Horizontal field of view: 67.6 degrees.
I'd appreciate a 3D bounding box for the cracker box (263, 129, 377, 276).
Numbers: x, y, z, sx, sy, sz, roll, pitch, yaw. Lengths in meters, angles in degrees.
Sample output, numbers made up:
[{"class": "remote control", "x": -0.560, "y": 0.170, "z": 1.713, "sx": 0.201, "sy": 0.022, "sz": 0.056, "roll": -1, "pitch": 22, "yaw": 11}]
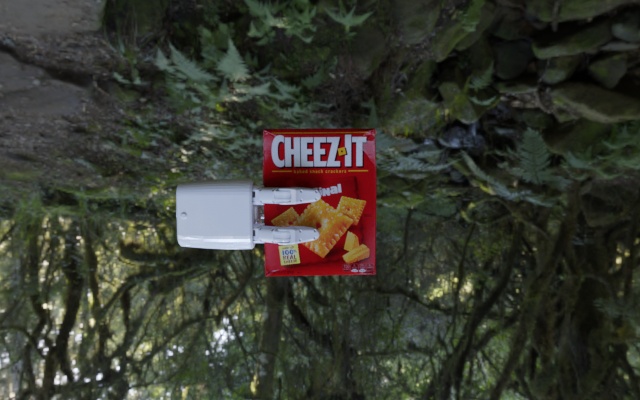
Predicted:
[{"class": "cracker box", "x": 0.000, "y": 0.002, "z": 0.706, "sx": 0.164, "sy": 0.214, "sz": 0.072, "roll": 0, "pitch": 4, "yaw": 1}]
